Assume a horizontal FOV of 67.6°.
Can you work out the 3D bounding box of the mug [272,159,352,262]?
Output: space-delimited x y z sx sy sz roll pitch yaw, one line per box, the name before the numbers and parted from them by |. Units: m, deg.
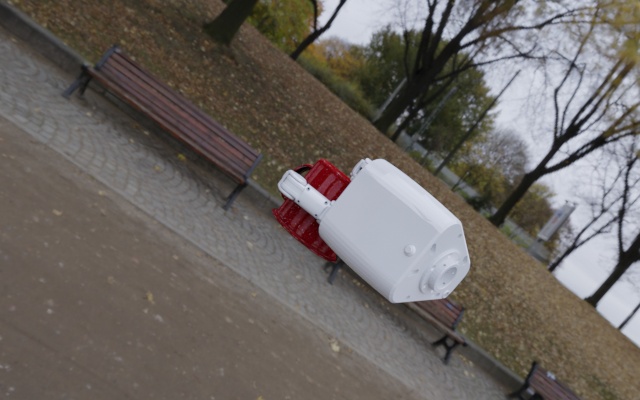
mug | -0.001 0.001 0.540 0.117 0.081 0.093 43 7 38
